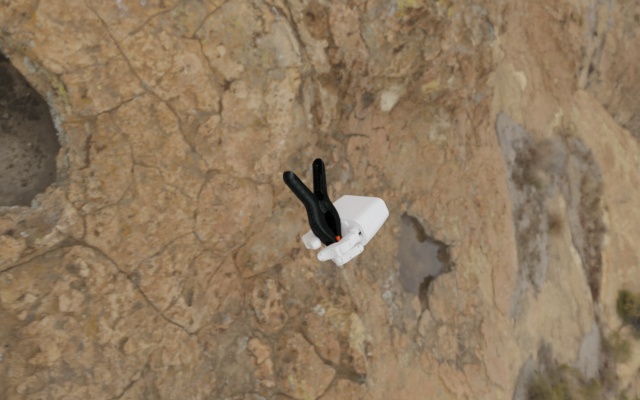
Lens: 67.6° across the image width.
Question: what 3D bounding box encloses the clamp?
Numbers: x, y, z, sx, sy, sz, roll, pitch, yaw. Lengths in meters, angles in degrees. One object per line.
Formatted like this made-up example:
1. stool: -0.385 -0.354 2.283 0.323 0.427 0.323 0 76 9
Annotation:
1. clamp: 0.001 0.003 0.884 0.039 0.171 0.120 -14 18 40
